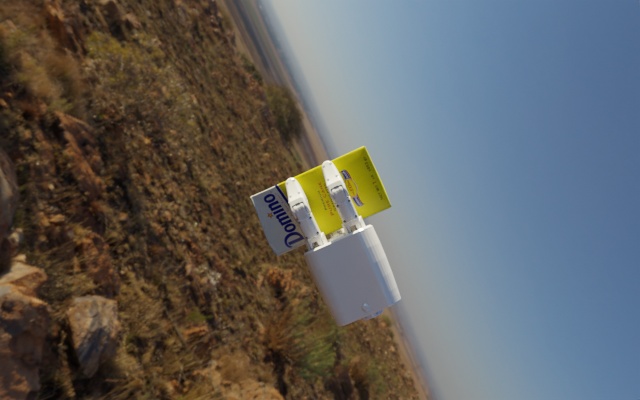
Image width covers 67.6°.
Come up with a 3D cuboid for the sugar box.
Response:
[{"bbox_3d":[0.000,0.002,0.667,0.176,0.093,0.048,-24,-5,4],"label":"sugar box"}]
